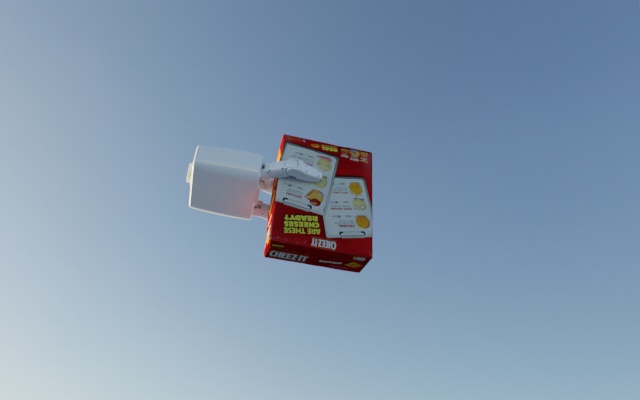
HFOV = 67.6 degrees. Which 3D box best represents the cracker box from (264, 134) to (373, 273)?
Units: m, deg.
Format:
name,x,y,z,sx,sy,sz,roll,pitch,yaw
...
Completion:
name,x,y,z,sx,sy,sz,roll,pitch,yaw
cracker box,0.000,0.002,0.801,0.164,0.213,0.072,11,-35,-10
